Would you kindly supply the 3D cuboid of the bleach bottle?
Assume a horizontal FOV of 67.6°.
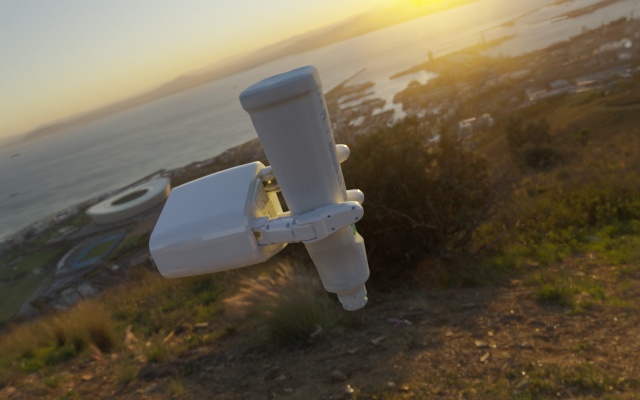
[{"bbox_3d":[0.000,0.001,0.470,0.068,0.251,0.102,-14,19,12],"label":"bleach bottle"}]
